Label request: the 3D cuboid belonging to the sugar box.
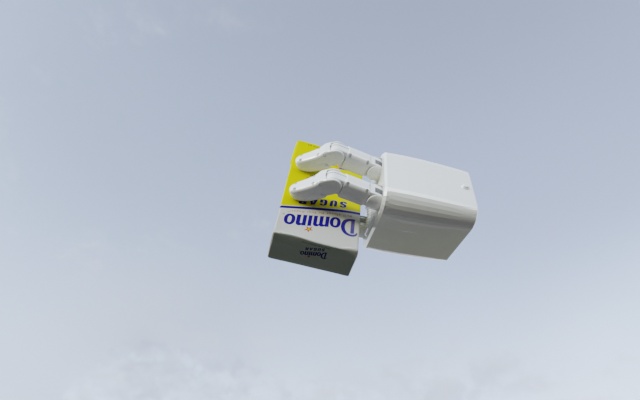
[{"bbox_3d":[0.000,0.001,0.563,0.093,0.048,0.176,13,37,-5],"label":"sugar box"}]
